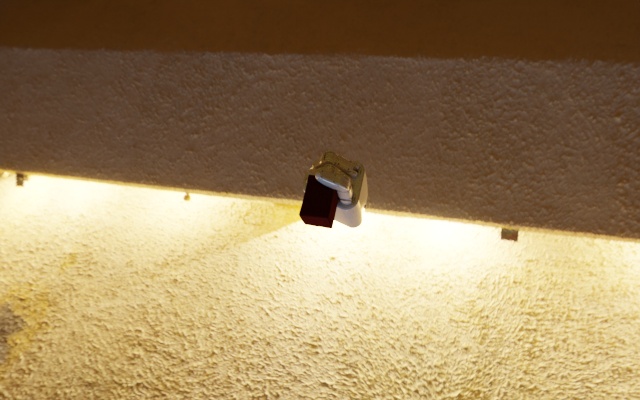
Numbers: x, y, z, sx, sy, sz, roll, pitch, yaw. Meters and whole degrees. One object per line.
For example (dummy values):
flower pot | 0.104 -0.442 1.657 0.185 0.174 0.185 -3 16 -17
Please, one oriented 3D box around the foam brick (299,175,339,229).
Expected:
foam brick | 0.000 0.003 0.826 0.053 0.078 0.051 8 -23 13
